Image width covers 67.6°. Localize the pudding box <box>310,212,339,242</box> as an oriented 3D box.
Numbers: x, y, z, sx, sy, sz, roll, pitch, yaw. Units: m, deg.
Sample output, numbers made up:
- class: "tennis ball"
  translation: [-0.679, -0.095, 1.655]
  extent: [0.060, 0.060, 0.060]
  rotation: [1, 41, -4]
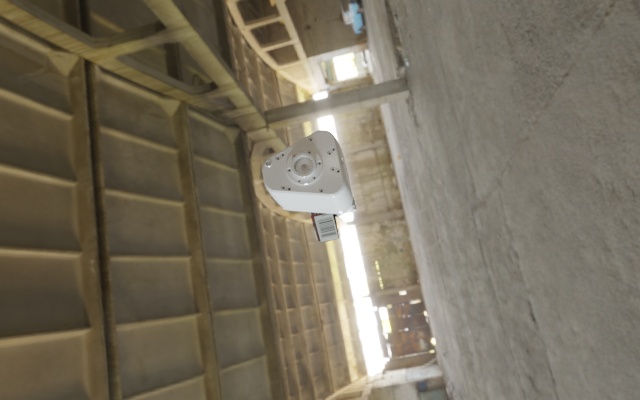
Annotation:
- class: "pudding box"
  translation: [0.000, 0.003, 0.797]
  extent: [0.039, 0.113, 0.090]
  rotation: [-12, 15, 3]
